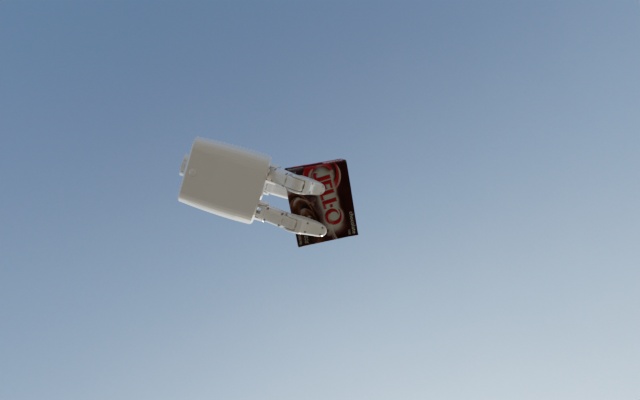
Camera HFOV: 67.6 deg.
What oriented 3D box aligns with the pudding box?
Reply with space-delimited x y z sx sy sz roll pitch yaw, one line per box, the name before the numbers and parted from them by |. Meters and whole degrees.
pudding box | 0.000 0.002 0.685 0.090 0.113 0.039 -11 12 -5
